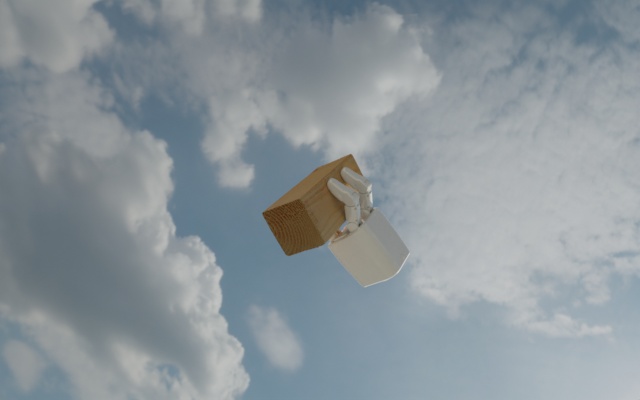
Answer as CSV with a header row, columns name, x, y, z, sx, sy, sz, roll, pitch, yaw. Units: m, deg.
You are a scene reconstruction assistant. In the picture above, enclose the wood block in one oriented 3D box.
name,x,y,z,sx,sy,sz,roll,pitch,yaw
wood block,0.000,0.003,0.864,0.091,0.090,0.206,-21,13,35
